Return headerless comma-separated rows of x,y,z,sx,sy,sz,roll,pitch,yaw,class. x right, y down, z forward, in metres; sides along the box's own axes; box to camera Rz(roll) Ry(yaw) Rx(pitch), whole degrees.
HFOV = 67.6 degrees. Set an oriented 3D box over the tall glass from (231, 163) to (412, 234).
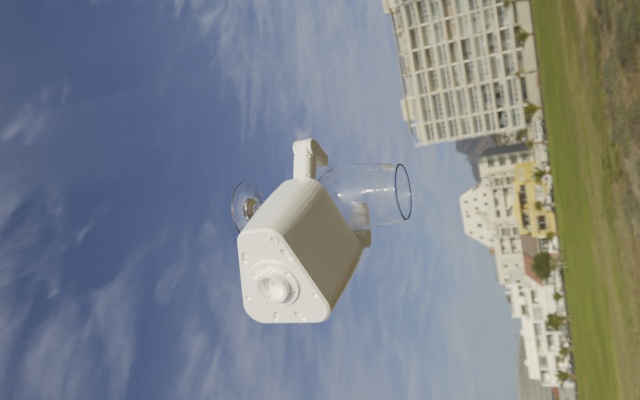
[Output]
-0.001,0.002,0.554,0.201,0.079,0.079,-7,-3,24,tall glass
